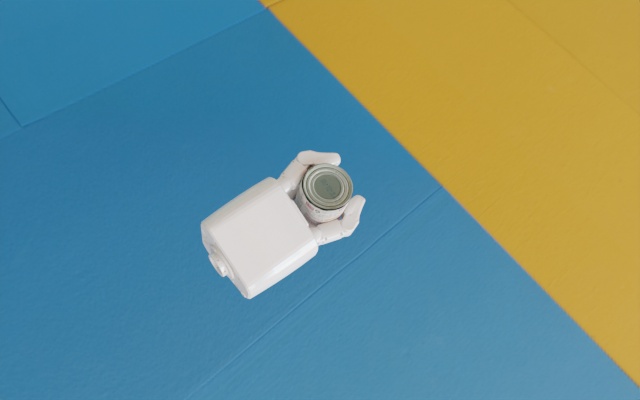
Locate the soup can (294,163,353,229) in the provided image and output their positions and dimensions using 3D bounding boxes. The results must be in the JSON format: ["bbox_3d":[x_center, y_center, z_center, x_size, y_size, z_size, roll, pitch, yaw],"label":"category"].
[{"bbox_3d":[0.001,0.002,0.644,0.068,0.068,0.102,0,-24,-12],"label":"soup can"}]
